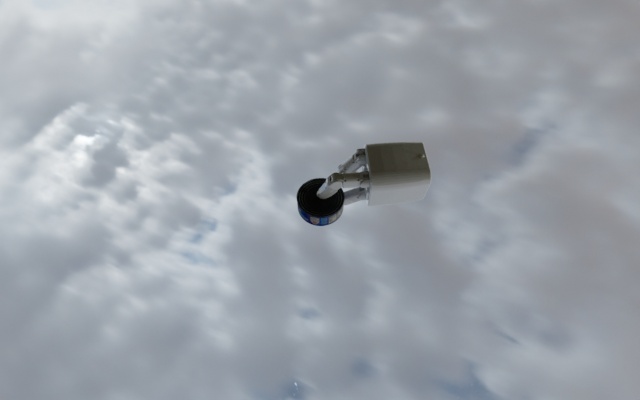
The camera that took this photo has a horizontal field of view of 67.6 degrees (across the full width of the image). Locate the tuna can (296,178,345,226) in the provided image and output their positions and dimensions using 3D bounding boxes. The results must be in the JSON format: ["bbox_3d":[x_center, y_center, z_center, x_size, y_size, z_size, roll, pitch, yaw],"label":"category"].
[{"bbox_3d":[0.000,0.003,0.860,0.086,0.086,0.034,0,-35,0],"label":"tuna can"}]
